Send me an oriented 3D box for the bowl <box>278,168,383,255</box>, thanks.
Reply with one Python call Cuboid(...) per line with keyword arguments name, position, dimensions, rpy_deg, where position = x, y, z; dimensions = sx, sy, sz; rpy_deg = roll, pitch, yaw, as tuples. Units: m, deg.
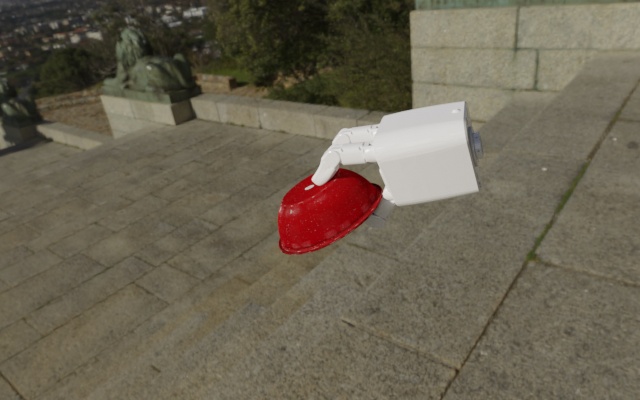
Cuboid(name="bowl", position=(-0.001, 0.002, 0.645), dimensions=(0.162, 0.055, 0.162), rpy_deg=(-28, 19, 11))
